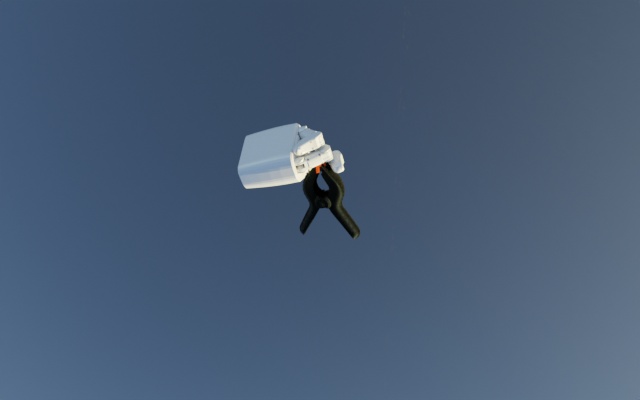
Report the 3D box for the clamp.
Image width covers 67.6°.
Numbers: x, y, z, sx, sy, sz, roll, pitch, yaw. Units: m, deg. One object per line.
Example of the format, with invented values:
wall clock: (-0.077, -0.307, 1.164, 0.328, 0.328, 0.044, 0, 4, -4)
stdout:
clamp: (0.000, 0.003, 0.895, 0.120, 0.171, 0.039, -8, 27, 18)
